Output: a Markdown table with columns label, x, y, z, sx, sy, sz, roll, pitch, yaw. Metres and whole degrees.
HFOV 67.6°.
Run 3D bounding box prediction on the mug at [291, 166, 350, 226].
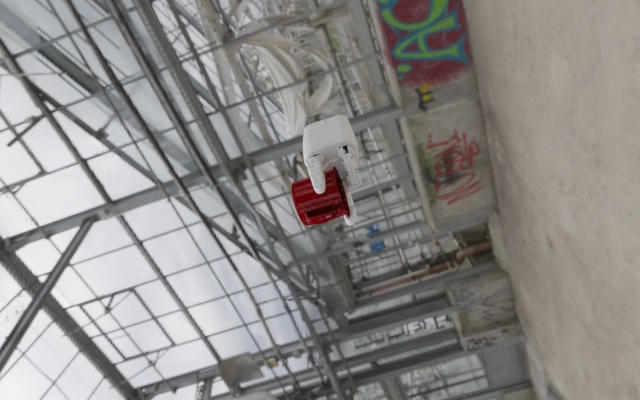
| label | x | y | z | sx | sy | sz | roll | pitch | yaw |
| --- | --- | --- | --- | --- | --- | --- | --- | --- | --- |
| mug | 0.000 | 0.004 | 0.825 | 0.081 | 0.093 | 0.117 | -17 | 35 | 9 |
